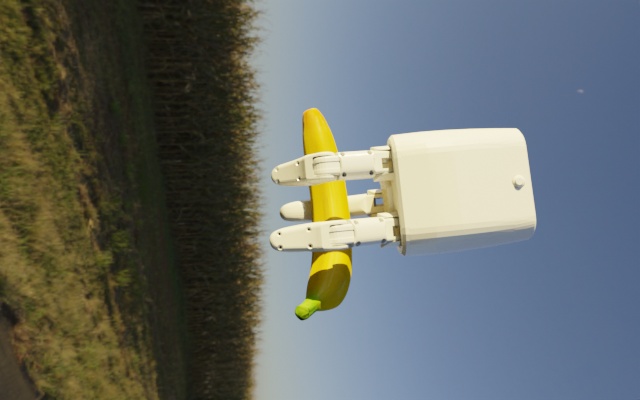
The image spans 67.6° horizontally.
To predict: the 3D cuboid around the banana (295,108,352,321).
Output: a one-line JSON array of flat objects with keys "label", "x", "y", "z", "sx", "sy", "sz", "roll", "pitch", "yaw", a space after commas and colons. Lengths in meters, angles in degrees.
[{"label": "banana", "x": 0.005, "y": 0.013, "z": 0.424, "sx": 0.037, "sy": 0.197, "sz": 0.070, "roll": -8, "pitch": -28, "yaw": 14}]
